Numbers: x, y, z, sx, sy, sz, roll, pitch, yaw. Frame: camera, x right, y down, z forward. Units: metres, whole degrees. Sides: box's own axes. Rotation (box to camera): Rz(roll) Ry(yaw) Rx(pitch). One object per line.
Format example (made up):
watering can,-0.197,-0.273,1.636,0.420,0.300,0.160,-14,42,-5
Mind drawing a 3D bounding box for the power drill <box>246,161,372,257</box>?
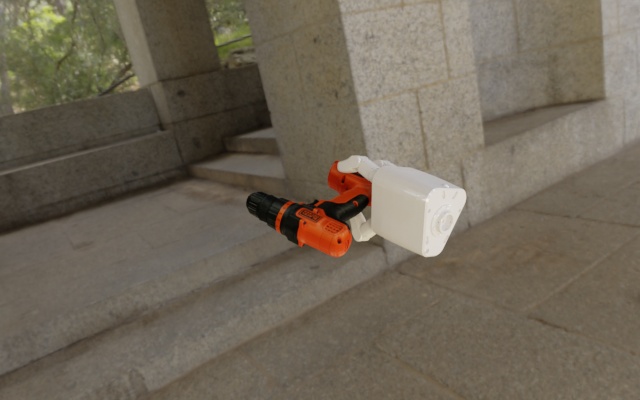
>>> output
power drill,0.001,0.002,0.768,0.184,0.057,0.187,25,42,25
